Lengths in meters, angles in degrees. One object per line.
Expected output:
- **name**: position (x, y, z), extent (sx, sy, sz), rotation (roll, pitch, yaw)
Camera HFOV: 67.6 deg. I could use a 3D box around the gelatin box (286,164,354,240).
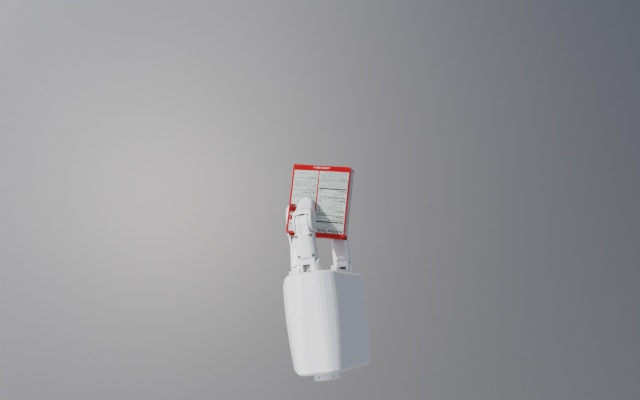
- **gelatin box**: position (0.000, 0.001, 0.587), extent (0.073, 0.089, 0.030), rotation (4, -9, 13)
